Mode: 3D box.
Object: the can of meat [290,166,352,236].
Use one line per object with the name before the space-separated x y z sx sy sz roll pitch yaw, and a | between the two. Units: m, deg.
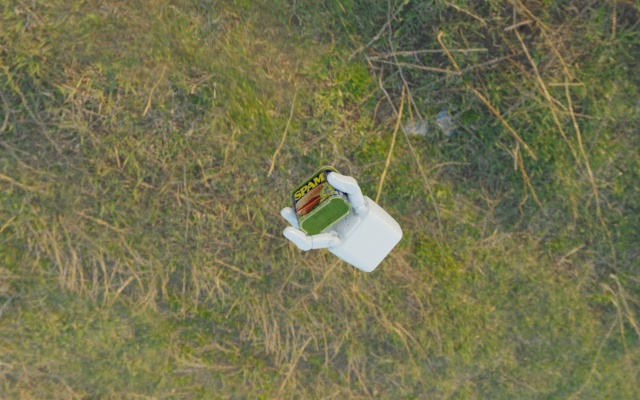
can of meat | 0.000 0.003 0.841 0.102 0.084 0.057 -37 -50 18
